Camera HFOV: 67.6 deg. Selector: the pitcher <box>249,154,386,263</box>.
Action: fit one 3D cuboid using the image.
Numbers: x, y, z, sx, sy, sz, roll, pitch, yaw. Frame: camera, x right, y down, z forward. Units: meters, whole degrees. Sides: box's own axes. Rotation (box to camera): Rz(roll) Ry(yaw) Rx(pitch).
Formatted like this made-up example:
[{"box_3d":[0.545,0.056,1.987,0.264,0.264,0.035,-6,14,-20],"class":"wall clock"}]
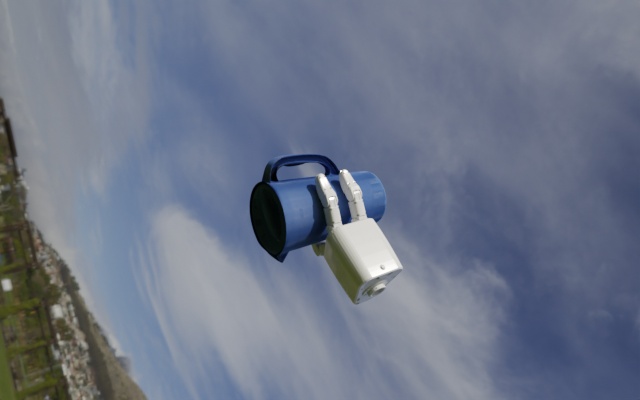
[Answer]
[{"box_3d":[0.000,0.003,0.885,0.243,0.145,0.149,-12,-32,-33],"class":"pitcher"}]
